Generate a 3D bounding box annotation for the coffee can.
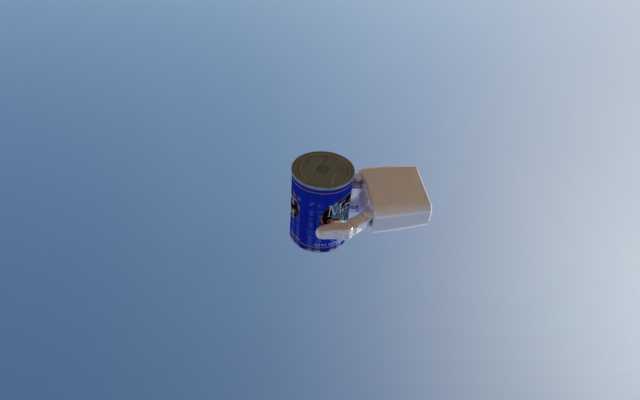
[{"bbox_3d":[0.000,0.003,0.808,0.103,0.140,0.102,3,39,-2],"label":"coffee can"}]
